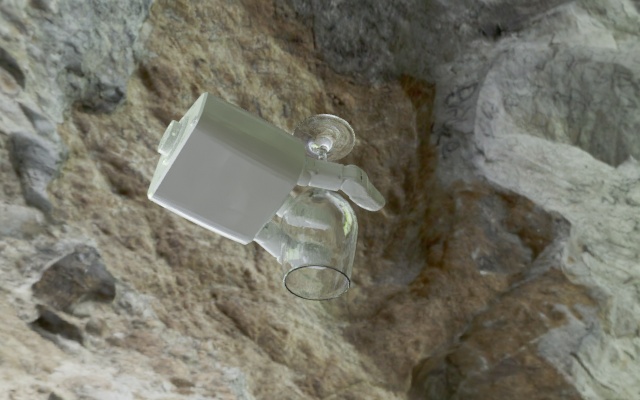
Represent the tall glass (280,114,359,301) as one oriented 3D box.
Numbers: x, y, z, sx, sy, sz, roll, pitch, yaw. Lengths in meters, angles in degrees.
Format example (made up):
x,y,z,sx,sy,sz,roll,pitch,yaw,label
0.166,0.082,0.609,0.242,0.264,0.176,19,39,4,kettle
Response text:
x,y,z,sx,sy,sz,roll,pitch,yaw,label
0.000,0.001,0.501,0.079,0.200,0.079,1,-41,1,tall glass
